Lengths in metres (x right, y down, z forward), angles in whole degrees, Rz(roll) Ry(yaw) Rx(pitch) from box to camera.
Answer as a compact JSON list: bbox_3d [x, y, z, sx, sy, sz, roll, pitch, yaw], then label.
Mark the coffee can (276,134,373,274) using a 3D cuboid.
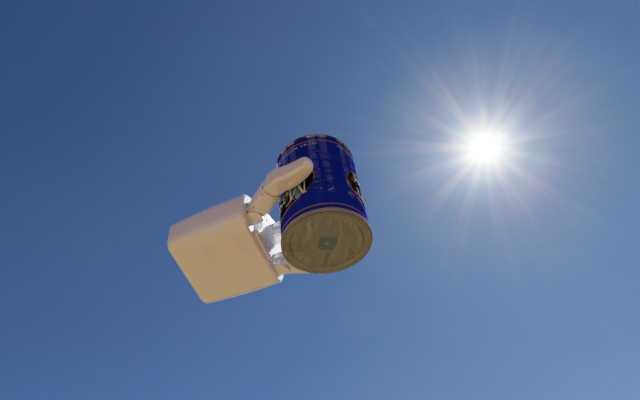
[{"bbox_3d":[0.000,0.002,0.577,0.103,0.103,0.140,0,42,-8],"label":"coffee can"}]
